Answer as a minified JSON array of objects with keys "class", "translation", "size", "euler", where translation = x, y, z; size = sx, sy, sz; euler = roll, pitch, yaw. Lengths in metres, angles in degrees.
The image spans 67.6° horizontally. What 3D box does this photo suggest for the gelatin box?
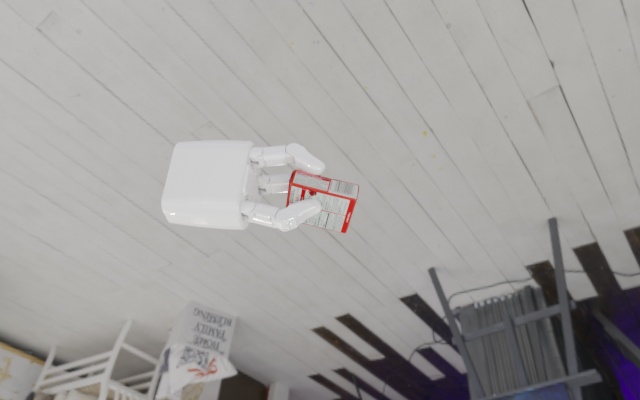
[{"class":"gelatin box","translation":[0.000,0.002,0.629],"size":[0.089,0.030,0.073],"euler":[14,-41,1]}]
